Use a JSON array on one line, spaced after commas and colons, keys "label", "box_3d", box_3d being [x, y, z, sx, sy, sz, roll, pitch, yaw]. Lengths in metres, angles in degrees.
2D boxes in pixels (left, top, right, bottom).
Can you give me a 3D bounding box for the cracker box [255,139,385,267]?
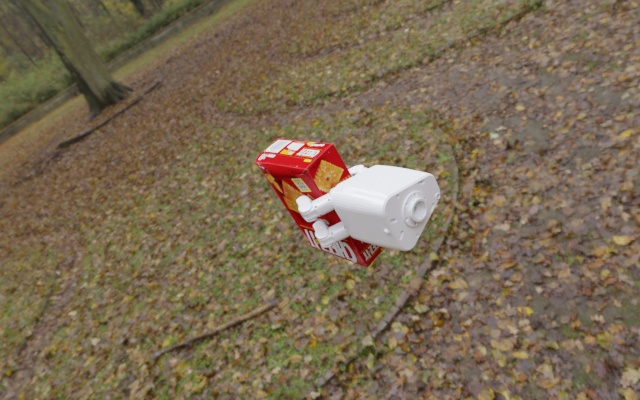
[{"label": "cracker box", "box_3d": [0.000, 0.002, 0.805, 0.072, 0.214, 0.164, -44, 31, -22]}]
